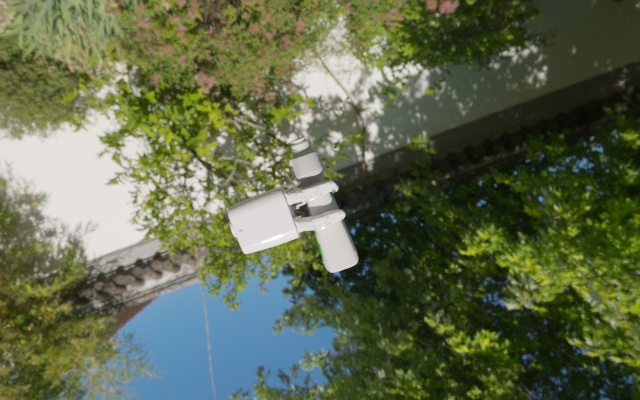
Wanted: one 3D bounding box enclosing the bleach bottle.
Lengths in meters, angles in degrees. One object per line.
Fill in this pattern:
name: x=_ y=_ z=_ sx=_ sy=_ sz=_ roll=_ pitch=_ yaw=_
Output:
bleach bottle: x=0.000 y=0.003 z=0.895 sx=0.068 sy=0.251 sz=0.102 roll=-20 pitch=12 yaw=0
